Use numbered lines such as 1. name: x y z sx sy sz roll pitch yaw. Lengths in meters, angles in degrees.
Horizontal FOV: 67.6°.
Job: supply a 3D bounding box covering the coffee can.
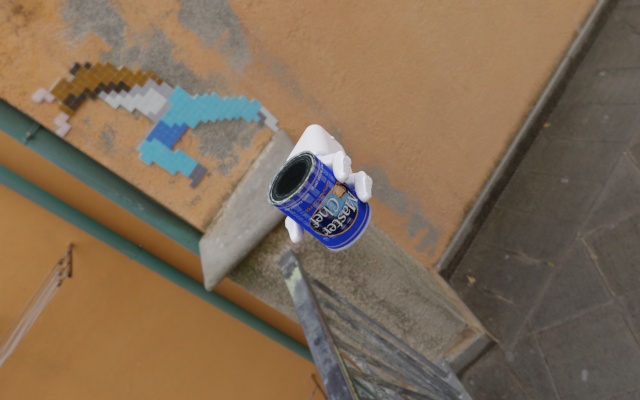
1. coffee can: 0.000 0.003 0.765 0.140 0.102 0.103 40 -23 -30
